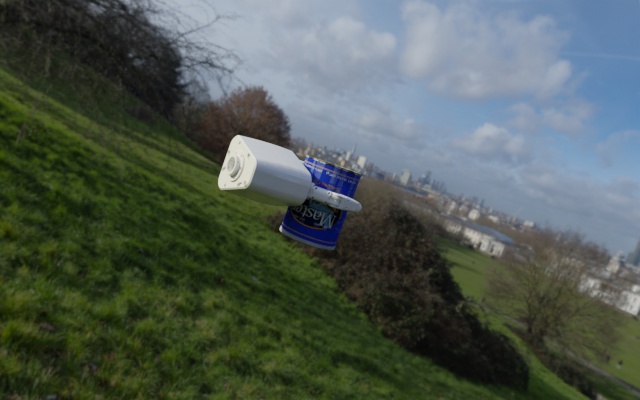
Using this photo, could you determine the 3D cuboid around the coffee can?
[{"bbox_3d":[0.000,0.003,0.831,0.103,0.140,0.103,20,5,-2],"label":"coffee can"}]
